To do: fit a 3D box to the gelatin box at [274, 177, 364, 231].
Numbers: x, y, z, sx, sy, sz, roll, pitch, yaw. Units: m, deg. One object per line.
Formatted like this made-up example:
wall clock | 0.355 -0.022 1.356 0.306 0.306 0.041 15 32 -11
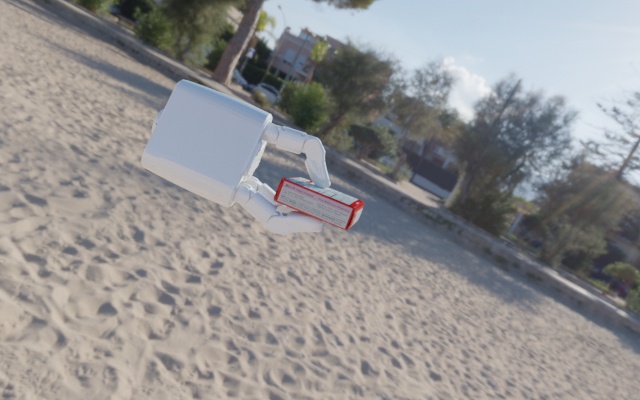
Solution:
gelatin box | 0.001 0.001 0.541 0.089 0.030 0.073 21 8 10
